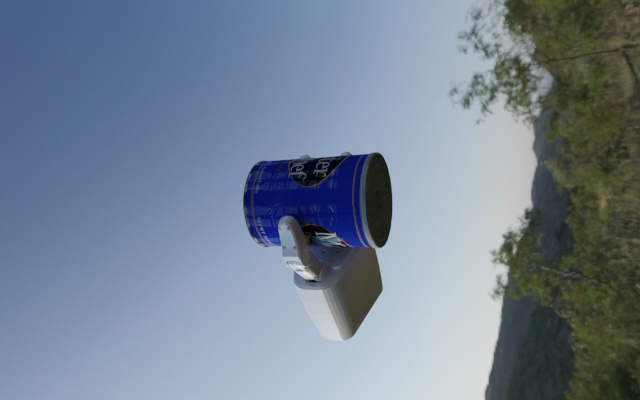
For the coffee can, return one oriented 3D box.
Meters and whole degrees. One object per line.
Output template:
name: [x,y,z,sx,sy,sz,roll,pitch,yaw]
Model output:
coffee can: [0.000,0.002,0.536,0.140,0.103,0.103,-2,-1,23]
